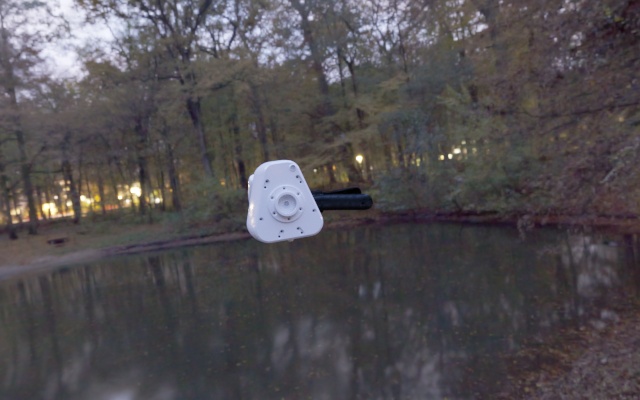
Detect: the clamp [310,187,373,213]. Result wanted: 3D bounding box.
[{"bbox_3d":[0.000,0.002,0.770,0.171,0.039,0.120,-9,3,-12],"label":"clamp"}]
